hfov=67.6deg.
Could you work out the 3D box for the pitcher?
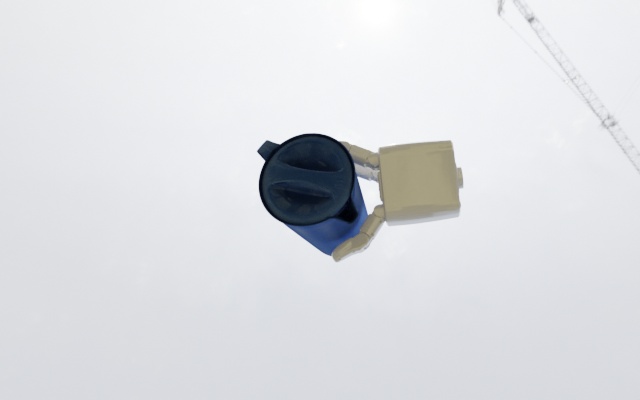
[{"bbox_3d":[0.000,0.002,0.733,0.145,0.149,0.243,-8,-22,11],"label":"pitcher"}]
